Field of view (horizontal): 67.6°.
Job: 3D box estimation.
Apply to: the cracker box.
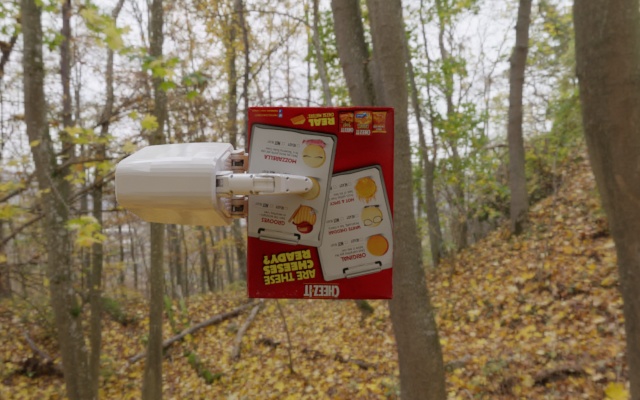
[{"bbox_3d":[0.000,0.002,0.554,0.164,0.213,0.072,0,2,2],"label":"cracker box"}]
